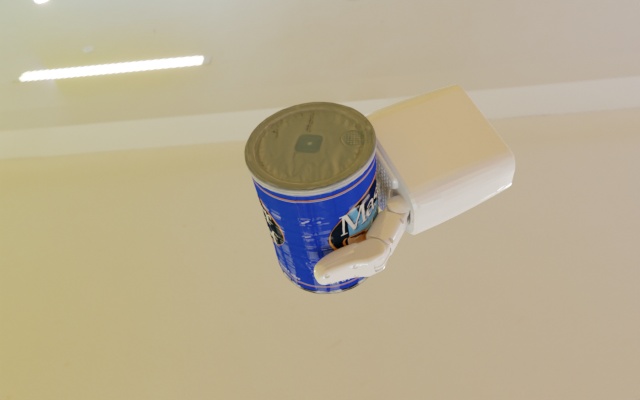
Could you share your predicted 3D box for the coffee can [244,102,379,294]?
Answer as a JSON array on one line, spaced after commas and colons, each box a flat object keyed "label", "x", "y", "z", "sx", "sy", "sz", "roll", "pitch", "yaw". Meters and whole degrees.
[{"label": "coffee can", "x": 0.000, "y": 0.001, "z": 0.418, "sx": 0.103, "sy": 0.102, "sz": 0.140, "roll": 0, "pitch": -42, "yaw": 10}]
